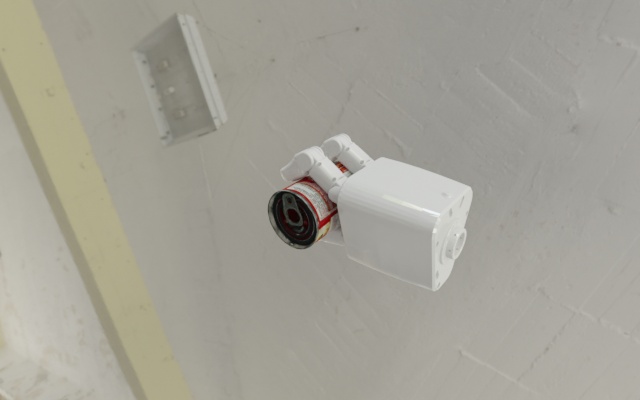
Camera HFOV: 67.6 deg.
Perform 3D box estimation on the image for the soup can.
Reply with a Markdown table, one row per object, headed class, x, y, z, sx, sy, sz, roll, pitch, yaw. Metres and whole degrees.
| class | x | y | z | sx | sy | sz | roll | pitch | yaw |
| --- | --- | --- | --- | --- | --- | --- | --- | --- | --- |
| soup can | 0.000 | 0.002 | 0.535 | 0.068 | 0.068 | 0.102 | 0 | 22 | 41 |
